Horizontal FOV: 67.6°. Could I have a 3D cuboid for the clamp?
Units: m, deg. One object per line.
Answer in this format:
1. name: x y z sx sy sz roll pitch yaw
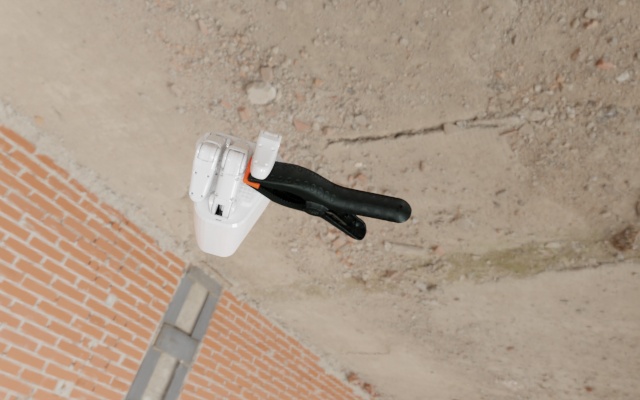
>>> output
1. clamp: 0.000 0.002 0.517 0.171 0.039 0.120 21 -27 -5
